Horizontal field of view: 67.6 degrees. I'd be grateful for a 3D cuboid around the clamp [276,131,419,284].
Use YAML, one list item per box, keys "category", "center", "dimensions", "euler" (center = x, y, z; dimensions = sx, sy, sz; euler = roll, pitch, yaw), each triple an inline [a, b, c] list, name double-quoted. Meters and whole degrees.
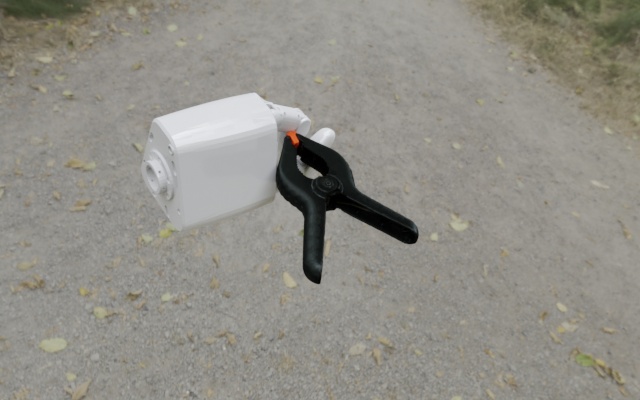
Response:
- category: "clamp"
  center: [0.000, 0.001, 0.465]
  dimensions: [0.120, 0.039, 0.171]
  euler: [-24, 57, -34]
